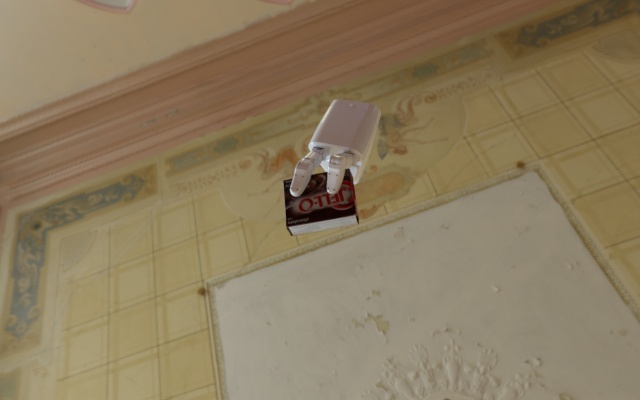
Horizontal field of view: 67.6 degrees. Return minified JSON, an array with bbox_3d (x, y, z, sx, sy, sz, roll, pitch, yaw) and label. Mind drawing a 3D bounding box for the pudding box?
[{"bbox_3d":[0.000,0.003,0.757,0.113,0.090,0.039,-12,-35,8],"label":"pudding box"}]
